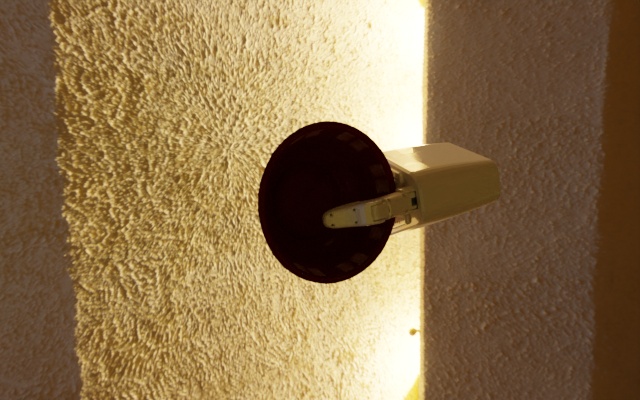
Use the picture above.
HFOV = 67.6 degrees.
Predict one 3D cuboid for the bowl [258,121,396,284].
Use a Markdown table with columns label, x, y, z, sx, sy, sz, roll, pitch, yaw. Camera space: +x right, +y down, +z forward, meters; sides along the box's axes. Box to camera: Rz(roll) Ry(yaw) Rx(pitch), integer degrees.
| label | x | y | z | sx | sy | sz | roll | pitch | yaw |
| --- | --- | --- | --- | --- | --- | --- | --- | --- | --- |
| bowl | -0.001 | 0.002 | 0.495 | 0.162 | 0.162 | 0.055 | 0 | 2 | -31 |
